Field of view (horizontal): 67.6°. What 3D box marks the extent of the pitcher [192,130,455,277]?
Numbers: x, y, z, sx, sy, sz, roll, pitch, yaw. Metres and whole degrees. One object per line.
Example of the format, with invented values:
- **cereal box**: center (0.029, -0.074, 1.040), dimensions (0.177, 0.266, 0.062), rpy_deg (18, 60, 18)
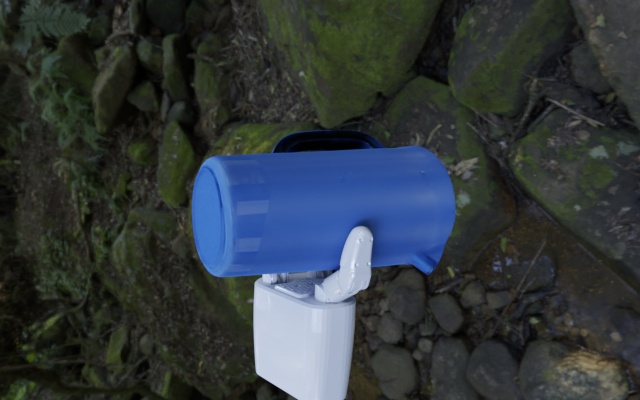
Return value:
- **pitcher**: center (0.000, 0.002, 0.485), dimensions (0.243, 0.145, 0.149), rpy_deg (-2, 11, -30)
